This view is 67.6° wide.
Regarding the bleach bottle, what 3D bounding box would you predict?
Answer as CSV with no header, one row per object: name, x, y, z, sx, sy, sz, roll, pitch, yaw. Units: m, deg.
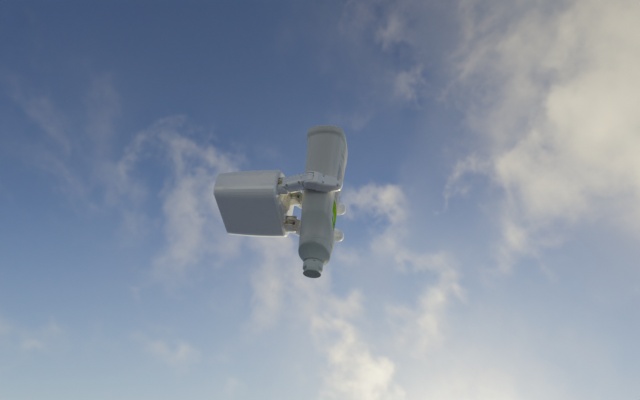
bleach bottle,0.000,0.003,0.777,0.068,0.250,0.103,0,-35,11
